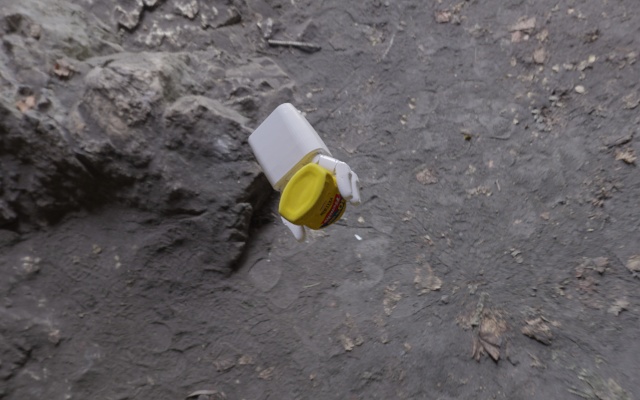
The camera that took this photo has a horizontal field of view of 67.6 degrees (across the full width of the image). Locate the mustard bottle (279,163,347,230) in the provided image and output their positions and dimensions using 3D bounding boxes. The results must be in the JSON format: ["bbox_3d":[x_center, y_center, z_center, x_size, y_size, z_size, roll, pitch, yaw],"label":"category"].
[{"bbox_3d":[0.000,0.003,0.795,0.058,0.096,0.192,32,2,19],"label":"mustard bottle"}]
